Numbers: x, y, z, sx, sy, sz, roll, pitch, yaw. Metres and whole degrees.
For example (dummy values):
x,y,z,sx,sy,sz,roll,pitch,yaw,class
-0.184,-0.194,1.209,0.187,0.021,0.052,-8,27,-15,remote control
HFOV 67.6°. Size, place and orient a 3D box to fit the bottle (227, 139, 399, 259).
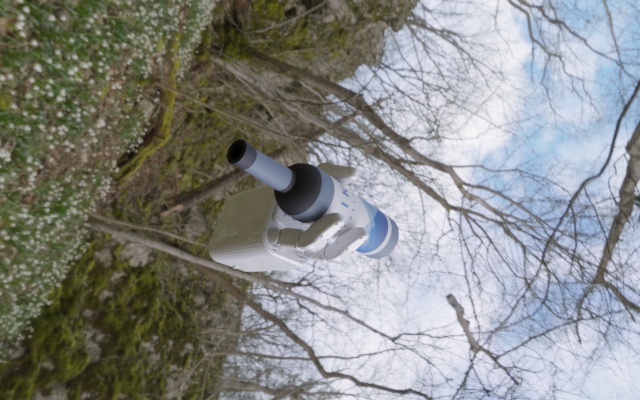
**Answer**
x,y,z,sx,sy,sz,roll,pitch,yaw,class
0.000,0.002,0.587,0.069,0.069,0.296,0,-21,38,bottle
